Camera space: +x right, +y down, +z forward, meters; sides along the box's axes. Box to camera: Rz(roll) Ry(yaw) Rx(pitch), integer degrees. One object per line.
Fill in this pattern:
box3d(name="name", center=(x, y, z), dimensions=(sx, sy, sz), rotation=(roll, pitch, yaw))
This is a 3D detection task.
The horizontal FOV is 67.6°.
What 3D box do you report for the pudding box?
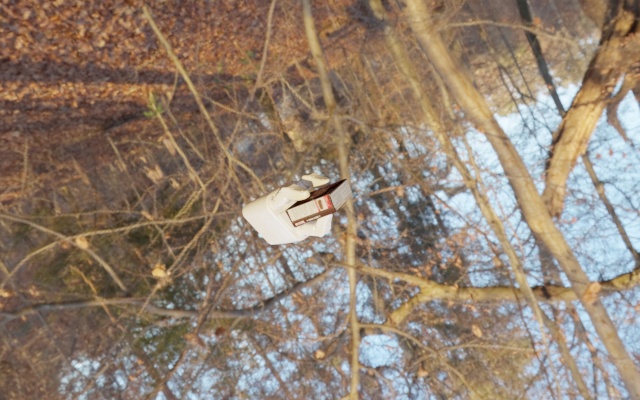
box3d(name="pudding box", center=(0.000, 0.003, 0.853), dimensions=(0.090, 0.039, 0.113), rotation=(-22, 10, 23))
